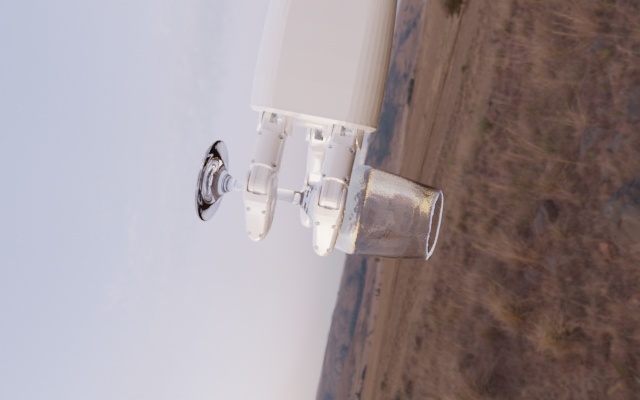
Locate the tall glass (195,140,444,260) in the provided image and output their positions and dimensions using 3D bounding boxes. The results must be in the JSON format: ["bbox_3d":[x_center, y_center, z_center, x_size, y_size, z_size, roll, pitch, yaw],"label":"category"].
[{"bbox_3d":[-0.001,0.001,0.416,0.201,0.079,0.079,12,1,6],"label":"tall glass"}]
